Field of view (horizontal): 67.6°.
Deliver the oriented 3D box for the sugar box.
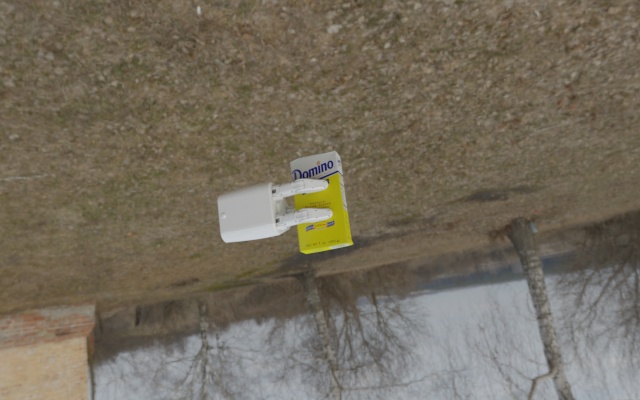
[{"bbox_3d":[0.000,0.003,0.881,0.093,0.176,0.048,-12,-13,13],"label":"sugar box"}]
